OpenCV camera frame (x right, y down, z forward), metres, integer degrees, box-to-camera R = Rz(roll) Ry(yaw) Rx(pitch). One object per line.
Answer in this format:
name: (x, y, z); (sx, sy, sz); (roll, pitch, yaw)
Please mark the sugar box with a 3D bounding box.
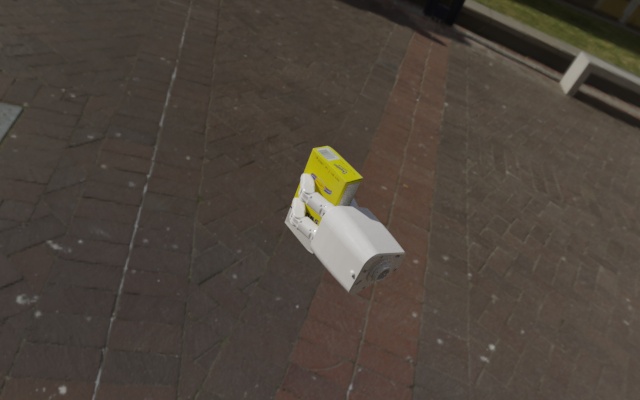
sugar box: (0.000, 0.003, 0.828); (0.048, 0.176, 0.093); (-14, 50, -41)
